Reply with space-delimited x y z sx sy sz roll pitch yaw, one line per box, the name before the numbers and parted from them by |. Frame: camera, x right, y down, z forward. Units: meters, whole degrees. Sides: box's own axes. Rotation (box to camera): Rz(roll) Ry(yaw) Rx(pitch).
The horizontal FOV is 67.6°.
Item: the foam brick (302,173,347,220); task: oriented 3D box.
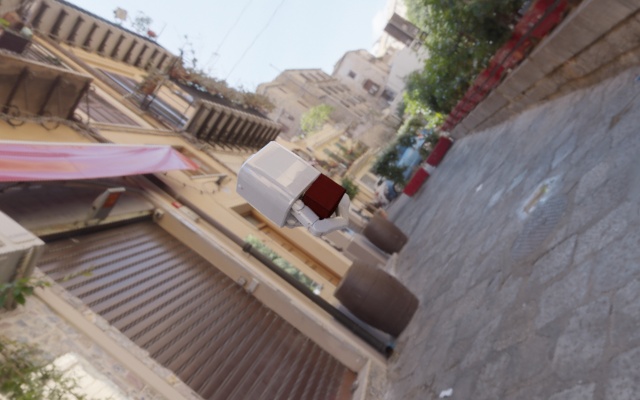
foam brick | 0.000 0.002 0.791 0.051 0.053 0.078 36 -29 6
